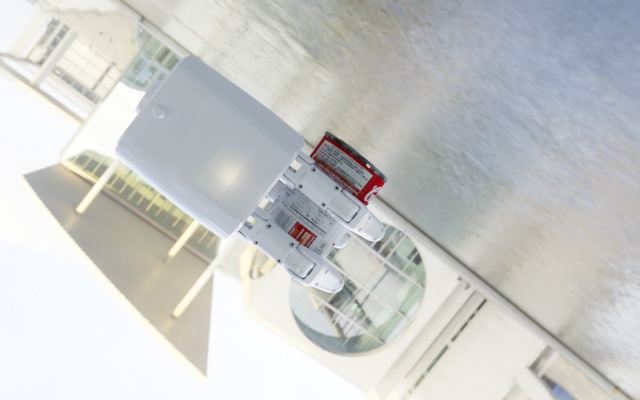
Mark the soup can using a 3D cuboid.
[{"bbox_3d":[0.000,0.002,0.411,0.068,0.102,0.068,38,2,-1],"label":"soup can"}]
